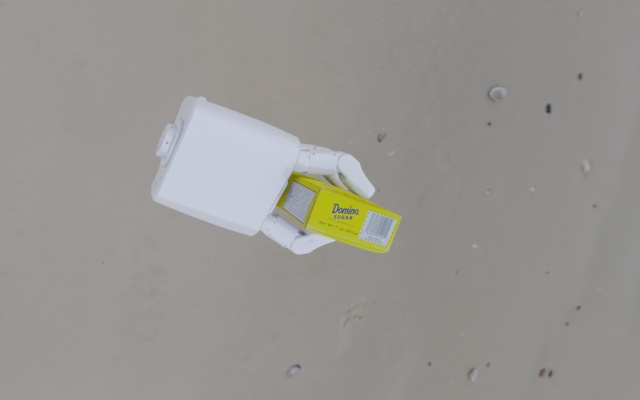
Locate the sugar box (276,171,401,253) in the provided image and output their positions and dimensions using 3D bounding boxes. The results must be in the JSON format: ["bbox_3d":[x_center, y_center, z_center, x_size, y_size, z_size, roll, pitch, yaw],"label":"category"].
[{"bbox_3d":[0.000,0.001,0.511,0.093,0.048,0.176,20,7,-25],"label":"sugar box"}]
